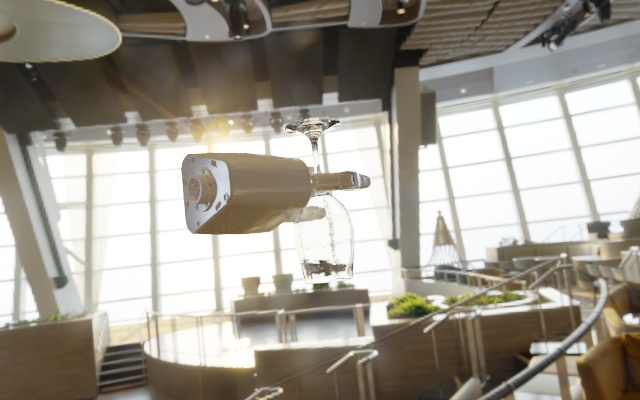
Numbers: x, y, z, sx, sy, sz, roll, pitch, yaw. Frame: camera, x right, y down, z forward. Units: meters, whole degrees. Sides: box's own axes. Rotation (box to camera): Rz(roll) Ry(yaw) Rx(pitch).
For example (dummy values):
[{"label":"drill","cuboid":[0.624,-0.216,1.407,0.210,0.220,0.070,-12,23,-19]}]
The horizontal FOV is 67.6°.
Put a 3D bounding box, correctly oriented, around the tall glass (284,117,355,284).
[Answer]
[{"label":"tall glass","cuboid":[0.000,0.001,0.606,0.079,0.201,0.079,-6,-5,-1]}]
